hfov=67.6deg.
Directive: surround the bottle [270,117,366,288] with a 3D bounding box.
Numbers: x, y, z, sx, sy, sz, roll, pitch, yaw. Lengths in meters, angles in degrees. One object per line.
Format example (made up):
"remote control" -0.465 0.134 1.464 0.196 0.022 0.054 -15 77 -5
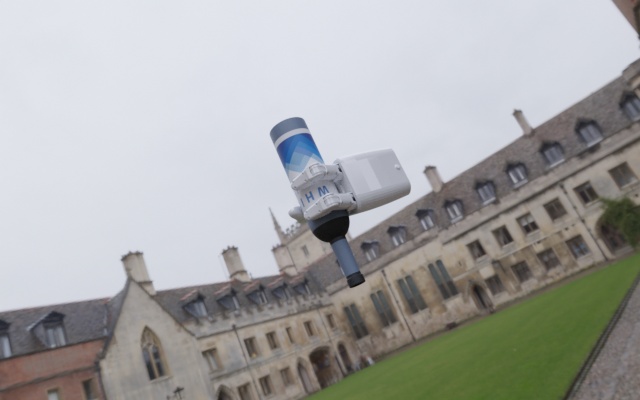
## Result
"bottle" 0.000 0.002 0.782 0.069 0.295 0.069 -22 -18 -7
